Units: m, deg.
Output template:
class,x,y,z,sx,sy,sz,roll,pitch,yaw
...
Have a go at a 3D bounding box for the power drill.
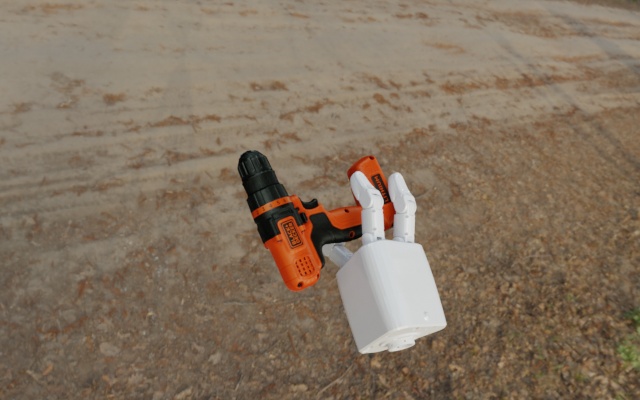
class,x,y,z,sx,sy,sz,roll,pitch,yaw
power drill,0.001,0.002,0.622,0.187,0.184,0.057,-21,-5,-28
